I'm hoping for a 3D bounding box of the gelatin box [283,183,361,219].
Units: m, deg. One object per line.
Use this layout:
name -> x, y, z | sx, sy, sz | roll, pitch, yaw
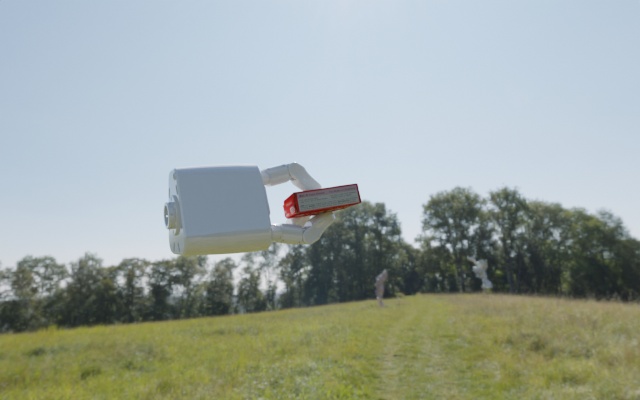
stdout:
gelatin box -> 0.000, 0.002, 0.637 | 0.089, 0.030, 0.073 | -10, -5, -16
